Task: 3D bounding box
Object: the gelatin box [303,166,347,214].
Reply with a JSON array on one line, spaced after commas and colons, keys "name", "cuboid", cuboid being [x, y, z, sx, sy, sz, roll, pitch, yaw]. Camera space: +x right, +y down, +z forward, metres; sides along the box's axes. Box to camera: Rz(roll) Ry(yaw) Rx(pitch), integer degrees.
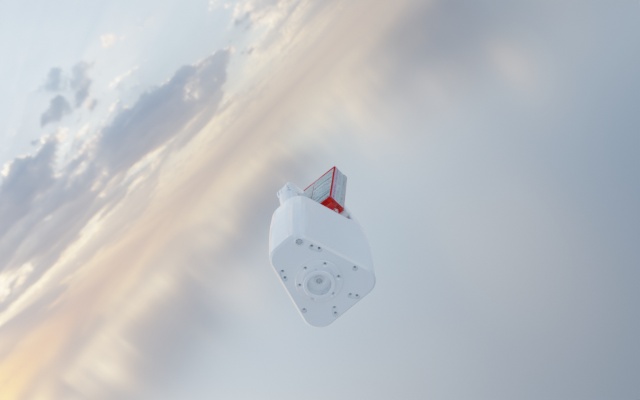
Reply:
[{"name": "gelatin box", "cuboid": [0.000, 0.002, 0.654, 0.073, 0.030, 0.089, -38, 22, 25]}]
